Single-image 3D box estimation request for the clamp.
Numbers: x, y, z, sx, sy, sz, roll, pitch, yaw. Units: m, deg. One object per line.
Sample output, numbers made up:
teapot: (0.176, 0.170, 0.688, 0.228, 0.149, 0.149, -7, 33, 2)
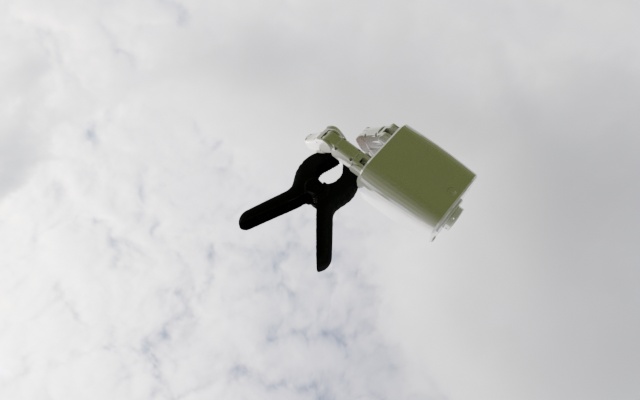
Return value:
clamp: (0.000, 0.002, 0.569, 0.120, 0.171, 0.039, 37, -20, 16)
